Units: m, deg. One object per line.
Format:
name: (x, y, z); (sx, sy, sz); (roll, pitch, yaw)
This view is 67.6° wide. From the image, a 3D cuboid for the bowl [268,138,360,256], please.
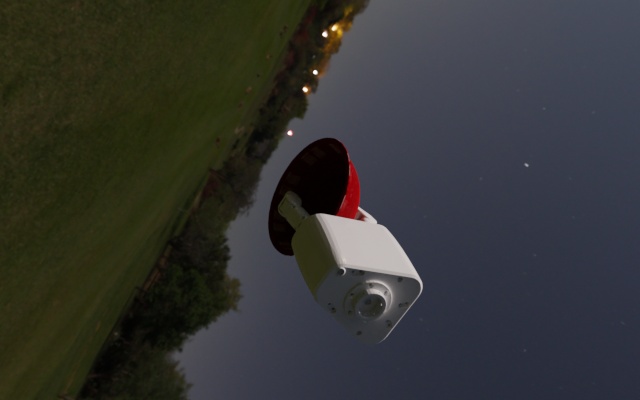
bowl: (0.000, 0.001, 0.624); (0.055, 0.162, 0.162); (25, -15, -34)
